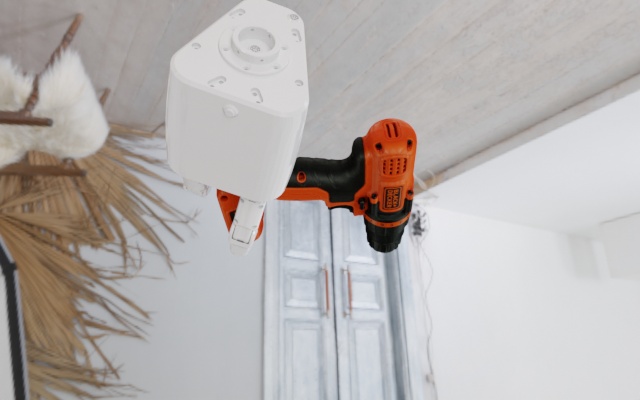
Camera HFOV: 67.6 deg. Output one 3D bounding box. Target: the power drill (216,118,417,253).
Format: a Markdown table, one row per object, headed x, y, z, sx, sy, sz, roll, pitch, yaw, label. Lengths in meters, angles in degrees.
| x | y | z | sx | sy | sz | roll | pitch | yaw | label |
| --- | --- | --- | --- | --- | --- | --- | --- | --- | --- |
| 0.000 | 0.001 | 0.479 | 0.187 | 0.057 | 0.185 | -7 | -40 | -1 | power drill |
